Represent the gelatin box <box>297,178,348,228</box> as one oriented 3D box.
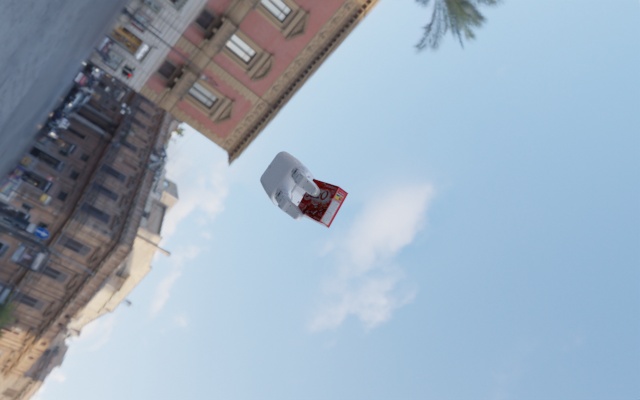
[{"bbox_3d":[0.001,0.003,0.875,0.030,0.073,0.089,34,-7,-35],"label":"gelatin box"}]
